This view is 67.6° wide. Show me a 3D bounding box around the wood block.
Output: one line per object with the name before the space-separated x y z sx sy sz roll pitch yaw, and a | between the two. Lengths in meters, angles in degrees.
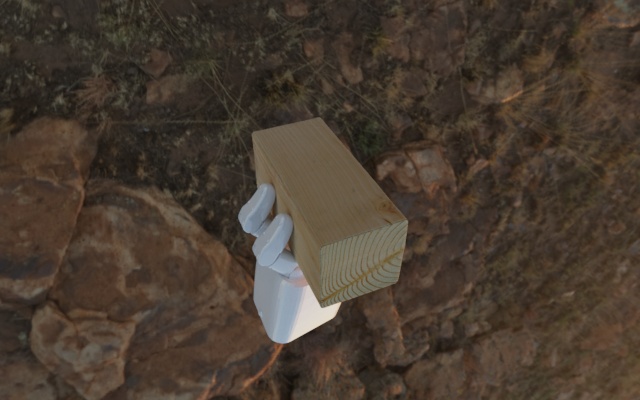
wood block | 0.000 0.002 0.525 0.091 0.090 0.206 -15 42 -18
